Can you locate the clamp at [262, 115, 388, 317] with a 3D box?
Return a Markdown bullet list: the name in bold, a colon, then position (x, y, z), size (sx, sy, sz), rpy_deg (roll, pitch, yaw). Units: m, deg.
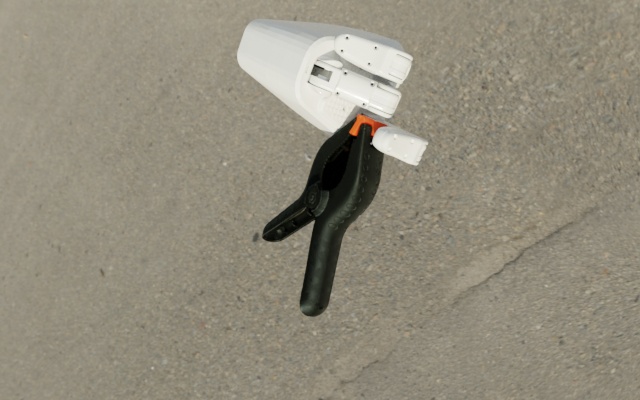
- **clamp**: position (0.000, 0.001, 0.425), size (0.039, 0.171, 0.120), rpy_deg (15, 16, -42)
